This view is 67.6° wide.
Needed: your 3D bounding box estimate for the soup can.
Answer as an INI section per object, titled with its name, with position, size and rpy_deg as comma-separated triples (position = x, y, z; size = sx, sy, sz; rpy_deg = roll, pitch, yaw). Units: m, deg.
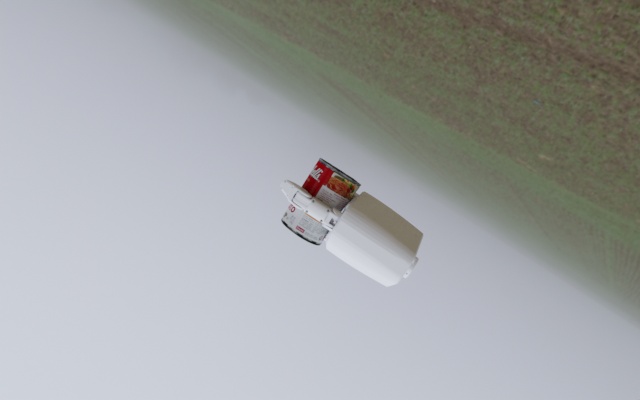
[soup can]
position = 0.000, 0.002, 0.657
size = 0.068, 0.102, 0.068
rpy_deg = 32, 7, -4
